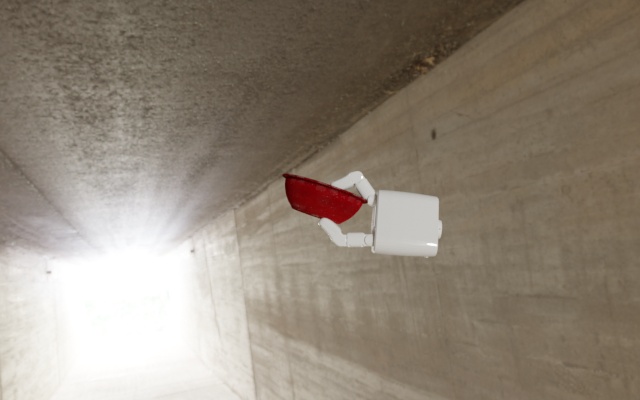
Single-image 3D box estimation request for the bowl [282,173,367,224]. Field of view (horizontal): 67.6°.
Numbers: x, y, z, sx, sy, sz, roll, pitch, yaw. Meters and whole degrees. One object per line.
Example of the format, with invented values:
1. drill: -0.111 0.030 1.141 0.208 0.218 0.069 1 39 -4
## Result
1. bowl: -0.001 0.003 0.859 0.162 0.055 0.162 18 -4 1
